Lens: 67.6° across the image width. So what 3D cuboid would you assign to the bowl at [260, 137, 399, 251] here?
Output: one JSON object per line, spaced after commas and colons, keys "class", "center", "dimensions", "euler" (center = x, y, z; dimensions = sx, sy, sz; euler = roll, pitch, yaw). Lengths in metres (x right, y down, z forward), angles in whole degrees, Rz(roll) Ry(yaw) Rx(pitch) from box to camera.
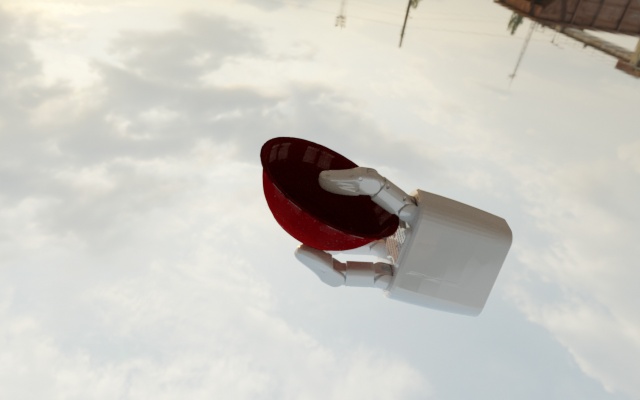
{"class": "bowl", "center": [-0.001, 0.001, 0.500], "dimensions": [0.162, 0.055, 0.162], "euler": [25, 29, -15]}
